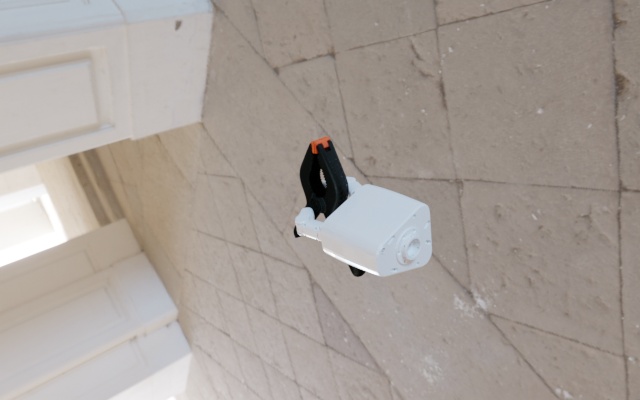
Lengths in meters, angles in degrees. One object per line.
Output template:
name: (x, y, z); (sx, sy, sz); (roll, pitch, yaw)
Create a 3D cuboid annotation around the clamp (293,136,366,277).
clamp: (0.000, 0.002, 0.736); (0.036, 0.210, 0.164); (-26, 29, -33)
